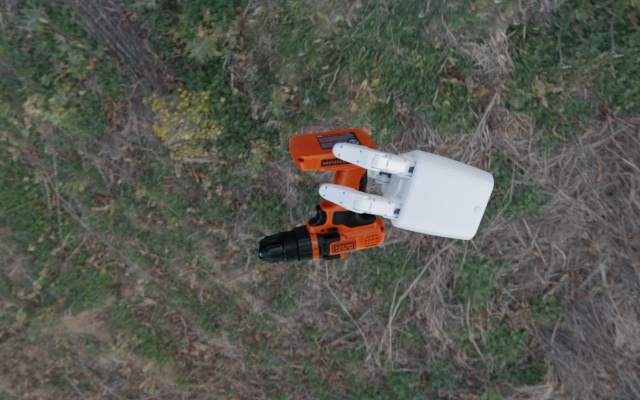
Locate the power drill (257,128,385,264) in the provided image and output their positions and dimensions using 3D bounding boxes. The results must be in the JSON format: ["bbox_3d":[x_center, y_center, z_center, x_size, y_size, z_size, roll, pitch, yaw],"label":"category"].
[{"bbox_3d":[0.000,0.002,0.637,0.184,0.188,0.057,-10,40,-12],"label":"power drill"}]
